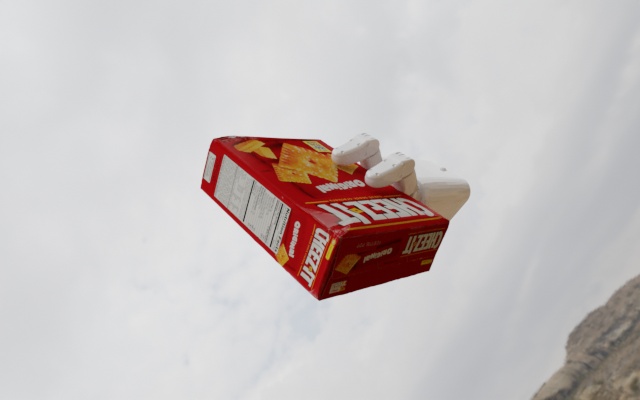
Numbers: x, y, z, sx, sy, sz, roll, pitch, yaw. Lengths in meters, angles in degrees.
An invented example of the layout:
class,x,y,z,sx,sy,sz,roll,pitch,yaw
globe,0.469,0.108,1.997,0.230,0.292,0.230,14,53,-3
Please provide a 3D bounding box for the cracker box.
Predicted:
class,x,y,z,sx,sy,sz,roll,pitch,yaw
cracker box,0.000,0.002,0.503,0.164,0.072,0.213,-5,31,-43
